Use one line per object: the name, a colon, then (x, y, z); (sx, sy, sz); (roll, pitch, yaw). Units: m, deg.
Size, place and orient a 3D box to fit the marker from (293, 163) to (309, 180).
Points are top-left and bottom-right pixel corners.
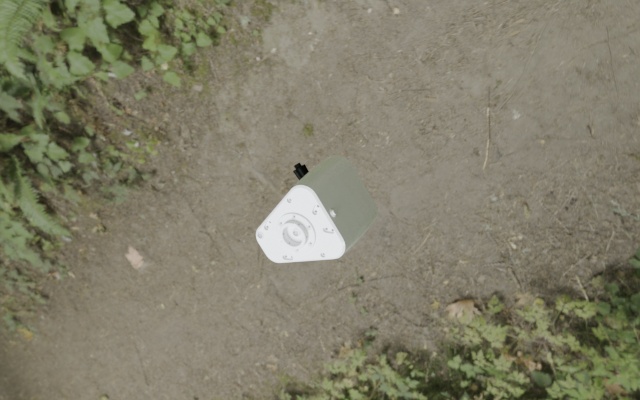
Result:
marker: (0.000, 0.002, 0.645); (0.020, 0.121, 0.020); (-32, 6, 4)
